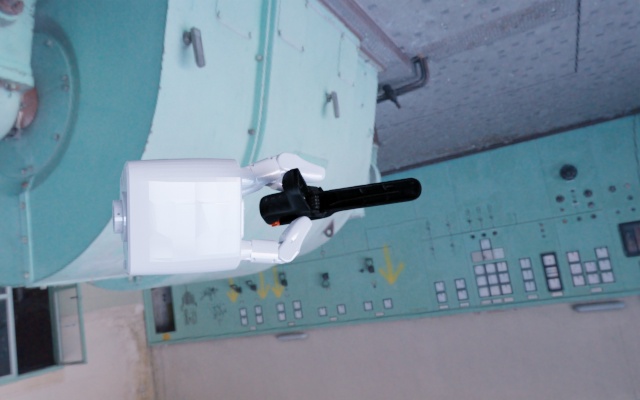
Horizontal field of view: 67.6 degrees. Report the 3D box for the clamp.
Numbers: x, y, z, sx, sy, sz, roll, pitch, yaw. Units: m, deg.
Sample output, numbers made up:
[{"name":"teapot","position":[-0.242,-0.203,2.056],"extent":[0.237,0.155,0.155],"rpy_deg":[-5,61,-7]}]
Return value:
[{"name":"clamp","position":[0.000,0.003,0.550],"extent":[0.164,0.036,0.210],"rpy_deg":[2,-12,-26]}]
